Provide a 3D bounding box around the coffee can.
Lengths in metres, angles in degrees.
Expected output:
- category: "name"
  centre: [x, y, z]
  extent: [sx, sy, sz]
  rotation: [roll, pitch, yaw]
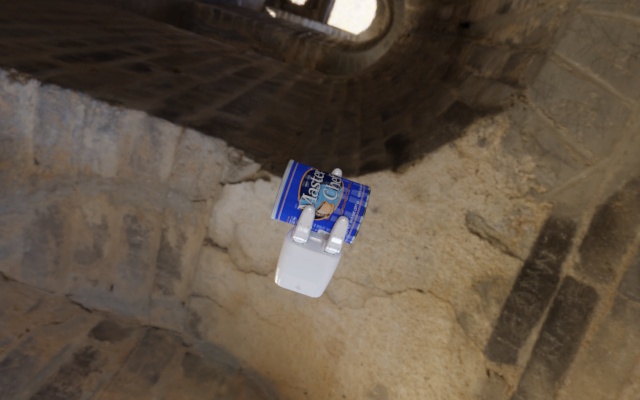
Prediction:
- category: "coffee can"
  centre: [0.000, 0.002, 0.791]
  extent: [0.140, 0.103, 0.103]
  rotation: [19, -1, -2]
